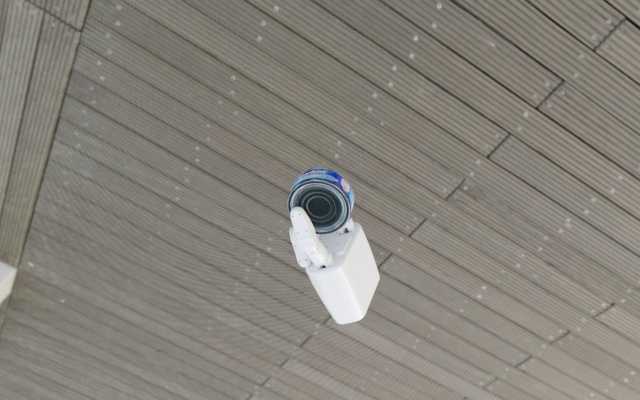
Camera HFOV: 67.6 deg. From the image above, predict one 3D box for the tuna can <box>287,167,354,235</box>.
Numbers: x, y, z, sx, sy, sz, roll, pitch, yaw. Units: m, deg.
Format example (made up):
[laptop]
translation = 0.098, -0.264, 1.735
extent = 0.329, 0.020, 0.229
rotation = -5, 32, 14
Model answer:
[tuna can]
translation = 0.000, 0.002, 0.626
extent = 0.086, 0.086, 0.033
rotation = 0, 30, 11
